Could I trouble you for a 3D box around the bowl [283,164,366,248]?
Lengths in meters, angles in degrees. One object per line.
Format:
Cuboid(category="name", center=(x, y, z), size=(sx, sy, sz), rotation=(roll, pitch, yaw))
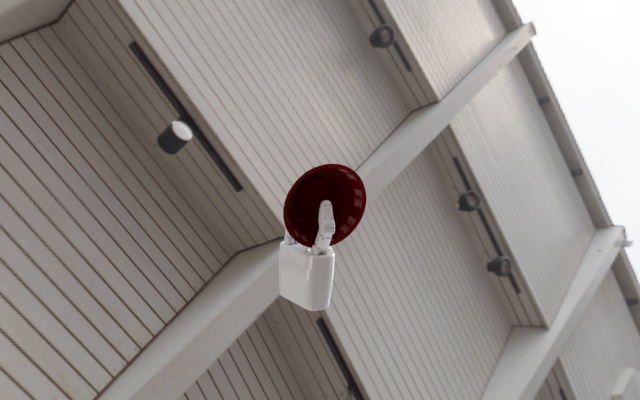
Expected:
Cuboid(category="bowl", center=(0.000, 0.001, 0.865), size=(0.162, 0.162, 0.055), rotation=(0, 22, -26))
